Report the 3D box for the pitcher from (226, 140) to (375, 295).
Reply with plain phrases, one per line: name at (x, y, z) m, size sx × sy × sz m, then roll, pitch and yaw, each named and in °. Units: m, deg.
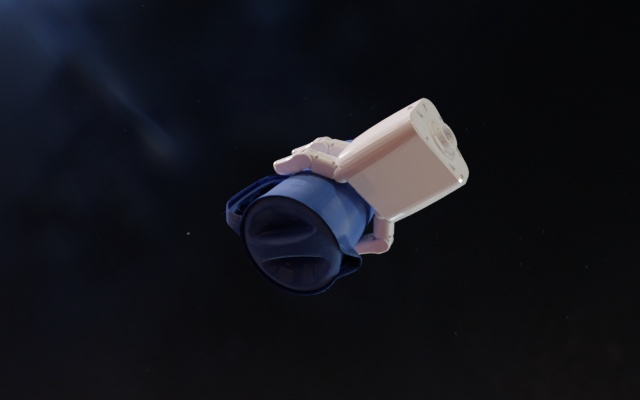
pitcher at (0.000, 0.002, 0.645) m, size 0.145 × 0.149 × 0.242 m, roll -30°, pitch 9°, yaw 35°
